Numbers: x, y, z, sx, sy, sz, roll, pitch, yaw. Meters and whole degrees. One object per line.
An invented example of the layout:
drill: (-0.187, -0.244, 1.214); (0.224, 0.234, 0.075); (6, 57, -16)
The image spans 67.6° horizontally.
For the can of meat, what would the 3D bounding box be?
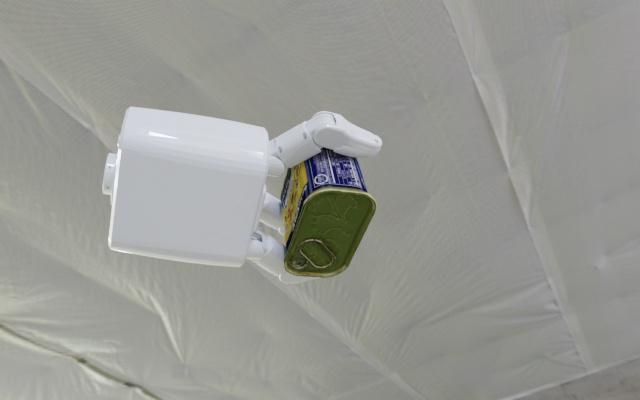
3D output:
can of meat: (0.000, 0.001, 0.408); (0.057, 0.102, 0.083); (6, 42, -17)
